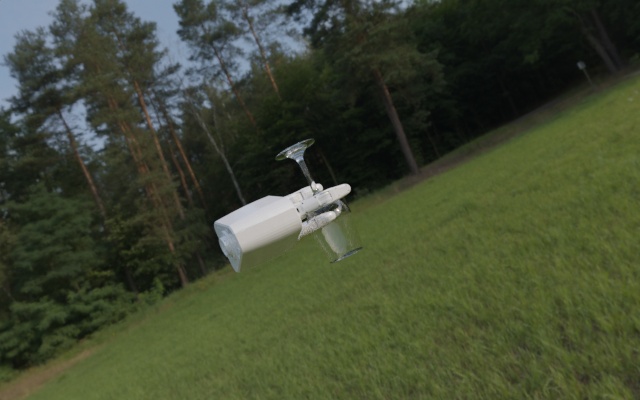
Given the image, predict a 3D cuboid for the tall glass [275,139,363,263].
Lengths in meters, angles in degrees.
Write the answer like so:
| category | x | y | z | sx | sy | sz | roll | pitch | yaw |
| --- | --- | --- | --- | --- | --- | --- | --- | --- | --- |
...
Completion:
| category | x | y | z | sx | sy | sz | roll | pitch | yaw |
| --- | --- | --- | --- | --- | --- | --- | --- | --- | --- |
| tall glass | 0.000 | 0.002 | 0.801 | 0.079 | 0.201 | 0.079 | -26 | -3 | -2 |
